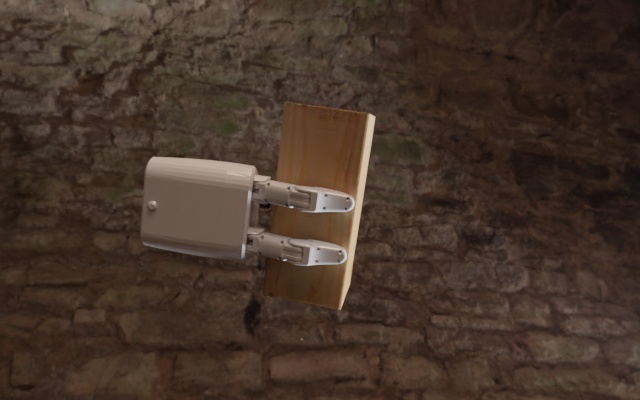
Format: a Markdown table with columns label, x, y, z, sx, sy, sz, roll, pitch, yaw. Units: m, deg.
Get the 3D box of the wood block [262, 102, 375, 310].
| label | x | y | z | sx | sy | sz | roll | pitch | yaw |
| --- | --- | --- | --- | --- | --- | --- | --- | --- | --- |
| wood block | 0.000 | 0.002 | 0.533 | 0.090 | 0.206 | 0.091 | 9 | 10 | 8 |
